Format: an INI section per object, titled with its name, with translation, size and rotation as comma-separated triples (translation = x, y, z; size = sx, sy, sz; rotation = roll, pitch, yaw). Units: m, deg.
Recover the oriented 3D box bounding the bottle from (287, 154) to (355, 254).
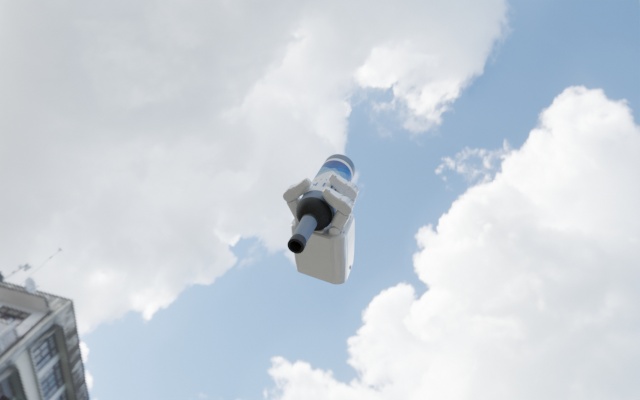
[bottle]
translation = 0.000, 0.003, 0.857
size = 0.069, 0.069, 0.295
rotation = 0, 28, 17
